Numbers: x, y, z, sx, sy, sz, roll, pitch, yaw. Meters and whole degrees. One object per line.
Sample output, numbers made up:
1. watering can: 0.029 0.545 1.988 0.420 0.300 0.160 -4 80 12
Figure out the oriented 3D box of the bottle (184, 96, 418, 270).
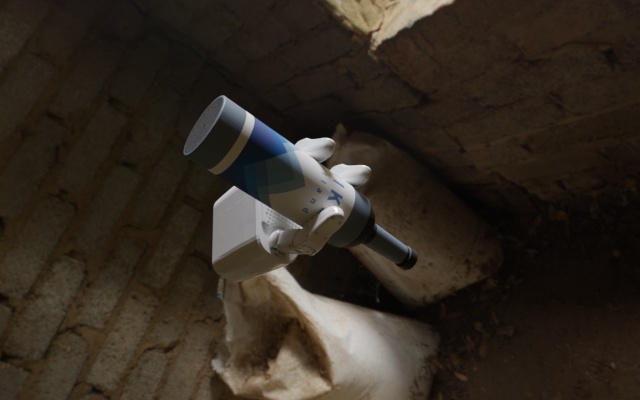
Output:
1. bottle: 0.000 0.002 0.510 0.296 0.069 0.069 33 -18 -29
